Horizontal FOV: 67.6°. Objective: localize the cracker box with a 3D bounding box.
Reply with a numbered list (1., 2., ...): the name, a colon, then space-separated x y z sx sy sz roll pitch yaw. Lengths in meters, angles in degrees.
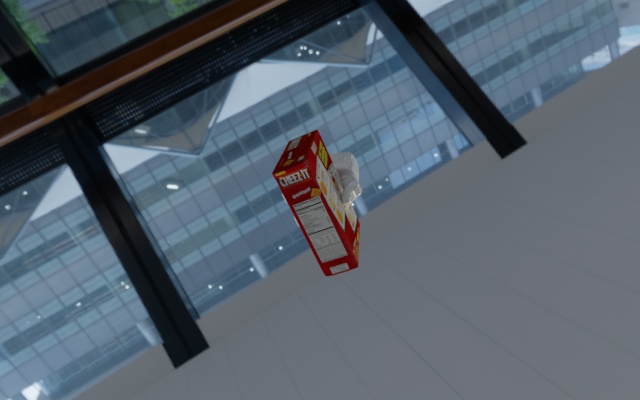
1. cracker box: 0.000 0.003 0.851 0.072 0.214 0.164 -21 21 15
